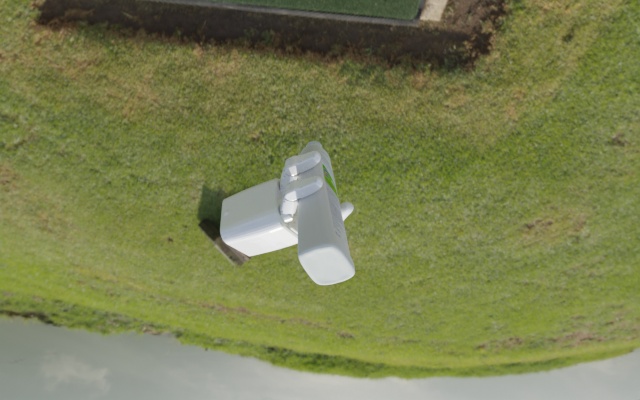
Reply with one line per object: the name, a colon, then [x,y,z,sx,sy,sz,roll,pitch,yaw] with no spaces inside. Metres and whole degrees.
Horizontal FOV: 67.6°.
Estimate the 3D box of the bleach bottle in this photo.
bleach bottle: [0.000,0.002,0.767,0.068,0.250,0.103,-17,-44,13]
